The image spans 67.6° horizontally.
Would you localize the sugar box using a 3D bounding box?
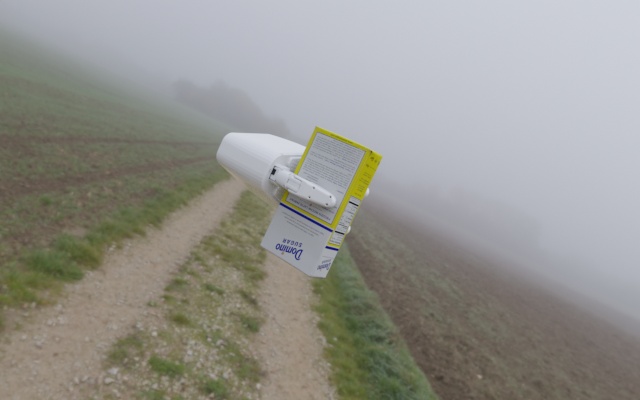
[{"bbox_3d":[0.000,0.002,0.620,0.093,0.176,0.048,28,6,32],"label":"sugar box"}]
